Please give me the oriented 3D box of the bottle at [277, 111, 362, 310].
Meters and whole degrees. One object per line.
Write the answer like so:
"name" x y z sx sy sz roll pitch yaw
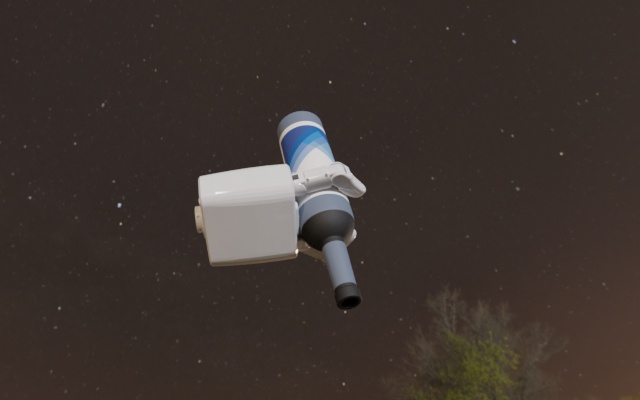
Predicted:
"bottle" 0.000 0.002 0.595 0.069 0.295 0.069 -9 -43 -8
